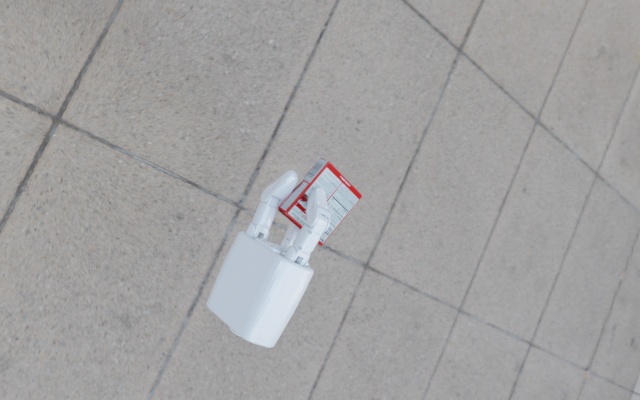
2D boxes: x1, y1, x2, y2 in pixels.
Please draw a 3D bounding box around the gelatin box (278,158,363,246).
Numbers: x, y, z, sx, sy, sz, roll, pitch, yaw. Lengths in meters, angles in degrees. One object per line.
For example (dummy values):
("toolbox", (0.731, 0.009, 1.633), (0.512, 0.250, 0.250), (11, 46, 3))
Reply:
("gelatin box", (0.001, 0.002, 0.621), (0.073, 0.089, 0.030), (43, -6, -29))
